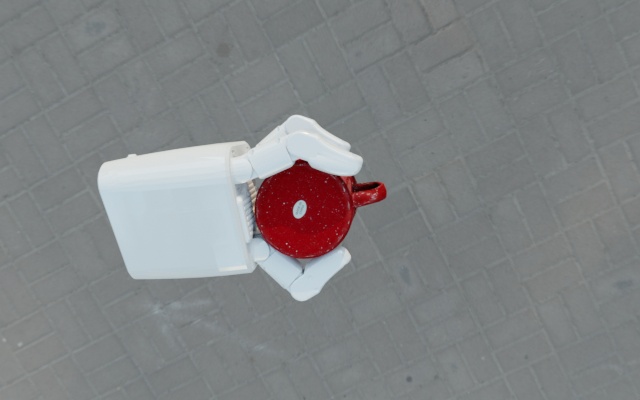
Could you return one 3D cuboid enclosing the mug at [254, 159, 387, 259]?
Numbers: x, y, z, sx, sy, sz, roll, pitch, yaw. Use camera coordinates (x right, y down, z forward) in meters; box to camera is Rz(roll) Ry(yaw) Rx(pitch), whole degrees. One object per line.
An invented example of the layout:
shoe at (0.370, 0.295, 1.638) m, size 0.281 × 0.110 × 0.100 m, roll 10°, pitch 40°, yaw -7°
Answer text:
mug at (0.001, 0.001, 0.420) m, size 0.117 × 0.093 × 0.081 m, roll -6°, pitch 9°, yaw 5°
